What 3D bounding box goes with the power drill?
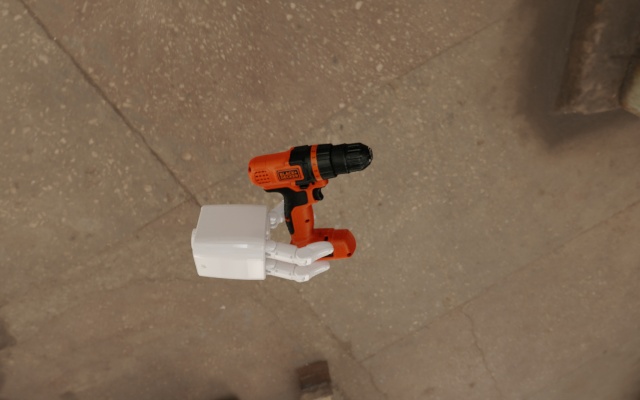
[{"bbox_3d":[0.000,0.003,0.723,0.184,0.188,0.057,-6,31,16],"label":"power drill"}]
